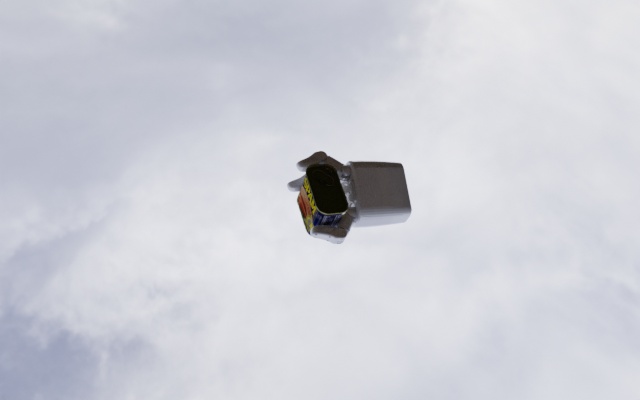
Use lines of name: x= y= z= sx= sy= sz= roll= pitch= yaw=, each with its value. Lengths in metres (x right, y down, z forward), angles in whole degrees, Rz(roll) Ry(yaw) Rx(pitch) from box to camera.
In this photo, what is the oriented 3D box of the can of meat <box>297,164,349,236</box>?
can of meat: x=0.000 y=0.003 z=0.823 sx=0.057 sy=0.102 sz=0.084 roll=-5 pitch=-33 yaw=-21
